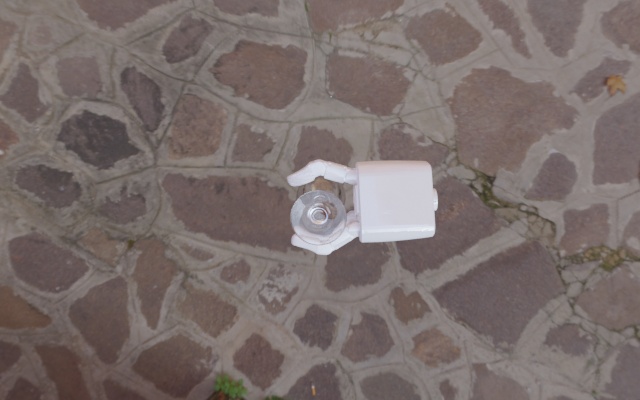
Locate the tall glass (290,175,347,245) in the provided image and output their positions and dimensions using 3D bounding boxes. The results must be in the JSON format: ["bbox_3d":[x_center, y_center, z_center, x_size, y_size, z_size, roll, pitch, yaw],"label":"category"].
[{"bbox_3d":[0.000,0.002,0.720,0.079,0.079,0.201,0,12,1],"label":"tall glass"}]
